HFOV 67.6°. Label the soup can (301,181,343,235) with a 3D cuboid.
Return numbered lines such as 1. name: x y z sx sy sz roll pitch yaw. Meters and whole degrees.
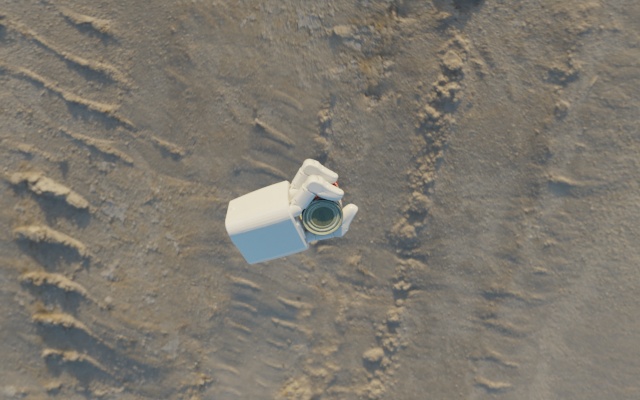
1. soup can: 0.001 0.003 0.786 0.068 0.068 0.102 0 29 -4
